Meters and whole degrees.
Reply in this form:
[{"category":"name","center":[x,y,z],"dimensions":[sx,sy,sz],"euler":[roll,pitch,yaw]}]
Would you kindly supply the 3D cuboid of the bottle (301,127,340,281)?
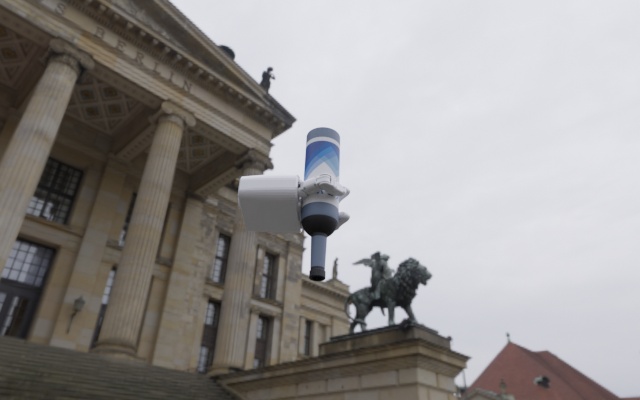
[{"category":"bottle","center":[0.000,0.003,0.865],"dimensions":[0.069,0.295,0.069],"euler":[2,-30,1]}]
